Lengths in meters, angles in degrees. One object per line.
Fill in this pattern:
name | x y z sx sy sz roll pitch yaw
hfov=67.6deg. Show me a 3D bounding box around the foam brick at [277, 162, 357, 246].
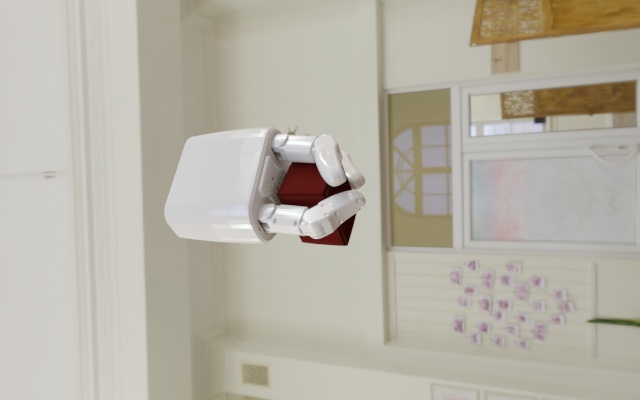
foam brick | 0.000 0.002 0.483 0.051 0.053 0.078 0 -43 24
